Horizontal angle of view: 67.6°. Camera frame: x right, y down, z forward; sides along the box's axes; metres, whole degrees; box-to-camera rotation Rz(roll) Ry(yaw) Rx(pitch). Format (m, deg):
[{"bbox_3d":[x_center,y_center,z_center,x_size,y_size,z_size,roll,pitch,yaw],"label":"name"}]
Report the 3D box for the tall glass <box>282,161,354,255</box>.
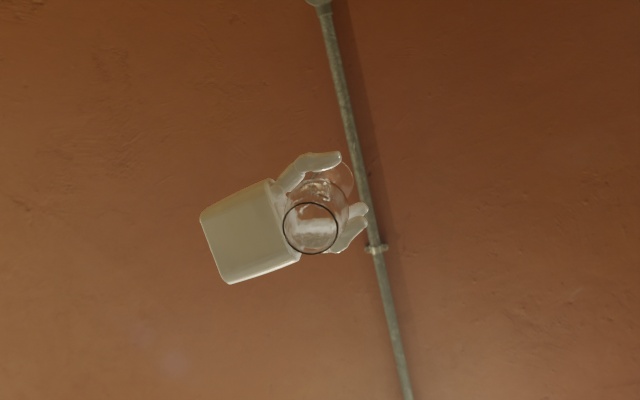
[{"bbox_3d":[0.000,0.002,0.612,0.079,0.079,0.201,0,17,7],"label":"tall glass"}]
